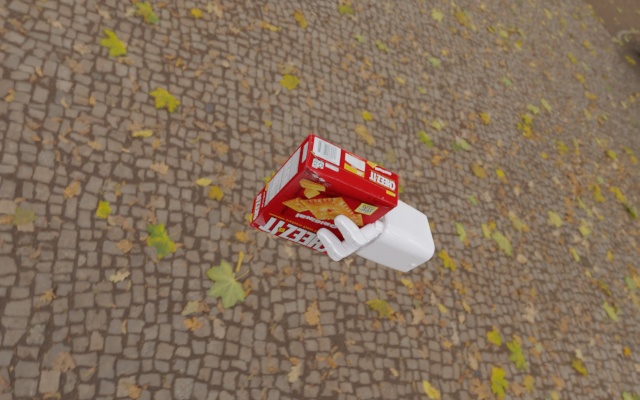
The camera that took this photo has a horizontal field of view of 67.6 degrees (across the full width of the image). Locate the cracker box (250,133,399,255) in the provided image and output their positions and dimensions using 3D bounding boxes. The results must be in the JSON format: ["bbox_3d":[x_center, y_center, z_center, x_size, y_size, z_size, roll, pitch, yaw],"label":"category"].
[{"bbox_3d":[0.000,0.002,0.789,0.164,0.072,0.214,23,-37,-21],"label":"cracker box"}]
